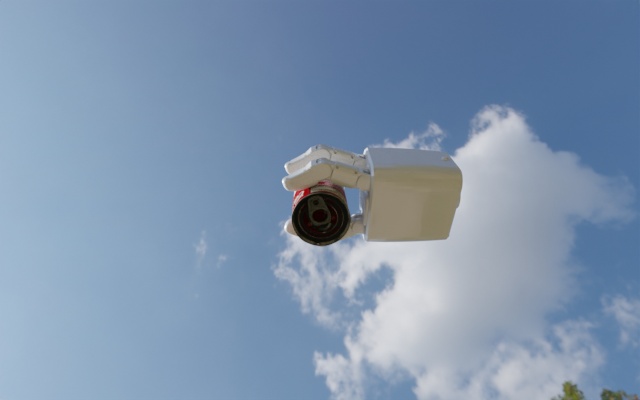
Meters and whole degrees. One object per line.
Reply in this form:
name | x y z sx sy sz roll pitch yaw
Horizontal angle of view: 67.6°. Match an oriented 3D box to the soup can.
soup can | 0.000 0.002 0.590 0.068 0.068 0.102 0 24 -1
